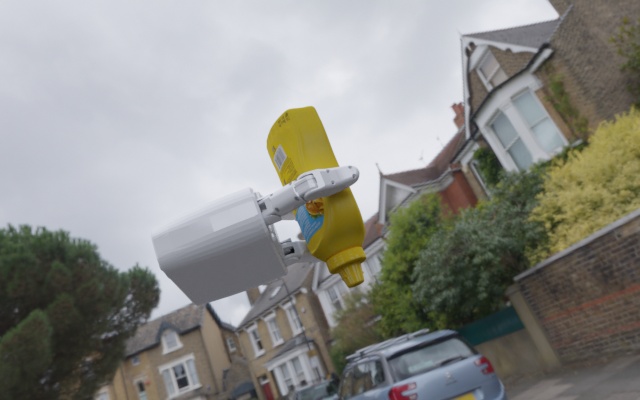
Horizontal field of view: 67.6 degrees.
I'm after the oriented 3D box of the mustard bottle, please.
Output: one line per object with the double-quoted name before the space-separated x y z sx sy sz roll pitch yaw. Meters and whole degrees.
"mustard bottle" 0.000 0.001 0.509 0.058 0.191 0.096 -13 -22 -26
